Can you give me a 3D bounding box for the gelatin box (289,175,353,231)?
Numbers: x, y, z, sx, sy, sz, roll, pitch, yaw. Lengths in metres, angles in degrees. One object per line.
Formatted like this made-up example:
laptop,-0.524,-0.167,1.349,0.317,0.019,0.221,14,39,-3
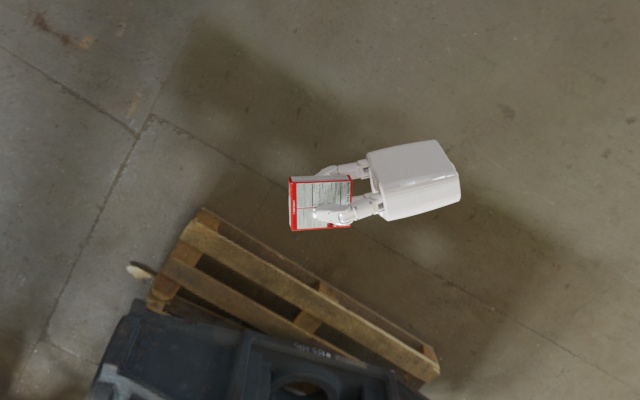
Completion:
gelatin box,0.000,0.002,0.680,0.089,0.073,0.030,-3,22,-9
